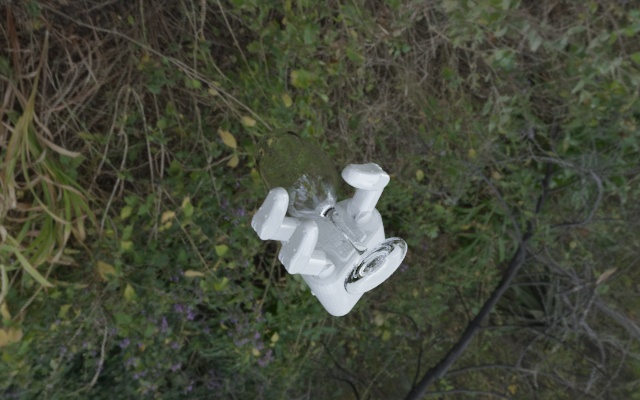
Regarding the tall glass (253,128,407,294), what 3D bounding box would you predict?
[{"bbox_3d":[0.000,0.002,0.511,0.079,0.079,0.201,0,39,-44],"label":"tall glass"}]
